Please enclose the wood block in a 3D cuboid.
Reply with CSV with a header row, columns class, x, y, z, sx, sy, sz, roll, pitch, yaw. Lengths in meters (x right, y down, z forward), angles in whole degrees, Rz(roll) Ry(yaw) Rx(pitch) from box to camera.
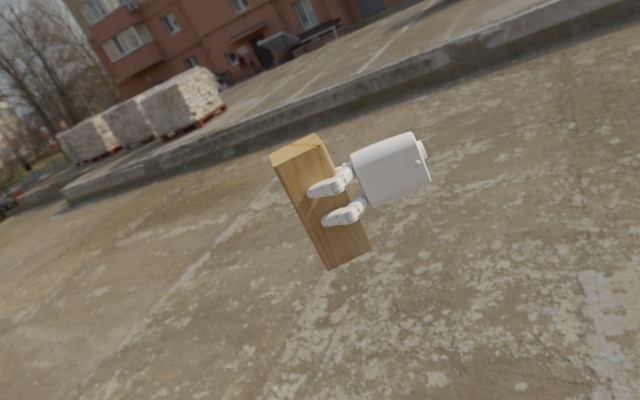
class,x,y,z,sx,sy,sz,roll,pitch,yaw
wood block,0.000,0.002,0.812,0.090,0.206,0.090,-27,21,-1
